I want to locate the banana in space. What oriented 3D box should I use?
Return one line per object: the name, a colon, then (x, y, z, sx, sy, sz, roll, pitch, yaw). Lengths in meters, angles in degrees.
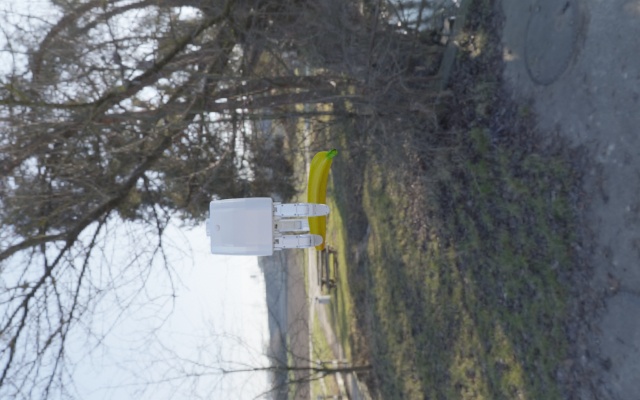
banana: (-0.003, -0.007, 0.876, 0.037, 0.198, 0.069, 0, 23, -13)
